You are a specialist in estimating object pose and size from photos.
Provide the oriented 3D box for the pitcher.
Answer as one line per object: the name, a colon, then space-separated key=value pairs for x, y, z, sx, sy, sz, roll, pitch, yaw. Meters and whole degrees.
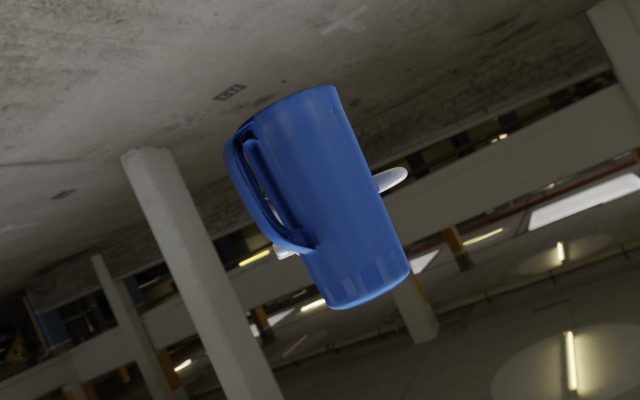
pitcher: x=0.000 y=0.002 z=0.559 sx=0.149 sy=0.243 sz=0.145 roll=-26 pitch=-3 yaw=0
